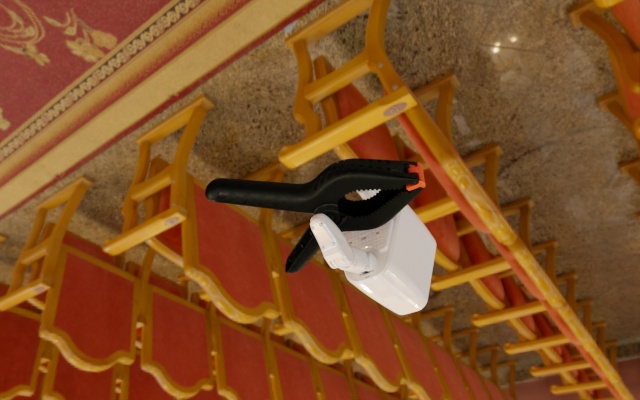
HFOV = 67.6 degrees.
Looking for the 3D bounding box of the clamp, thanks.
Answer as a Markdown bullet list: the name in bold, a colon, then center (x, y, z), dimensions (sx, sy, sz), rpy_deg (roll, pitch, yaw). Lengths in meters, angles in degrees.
- **clamp**: center (0.001, 0.002, 0.486), dimensions (0.210, 0.036, 0.165), rpy_deg (-25, -47, 27)
